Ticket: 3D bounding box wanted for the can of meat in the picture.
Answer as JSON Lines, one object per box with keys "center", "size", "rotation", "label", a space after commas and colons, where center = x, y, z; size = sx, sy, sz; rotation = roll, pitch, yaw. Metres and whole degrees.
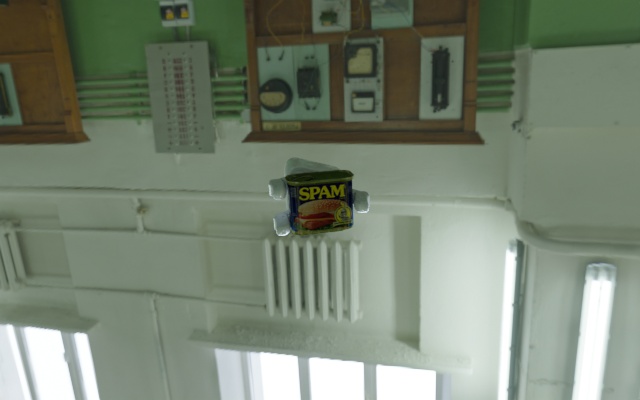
{"center": [0.000, 0.003, 0.727], "size": [0.102, 0.084, 0.057], "rotation": [-5, 16, -9], "label": "can of meat"}
